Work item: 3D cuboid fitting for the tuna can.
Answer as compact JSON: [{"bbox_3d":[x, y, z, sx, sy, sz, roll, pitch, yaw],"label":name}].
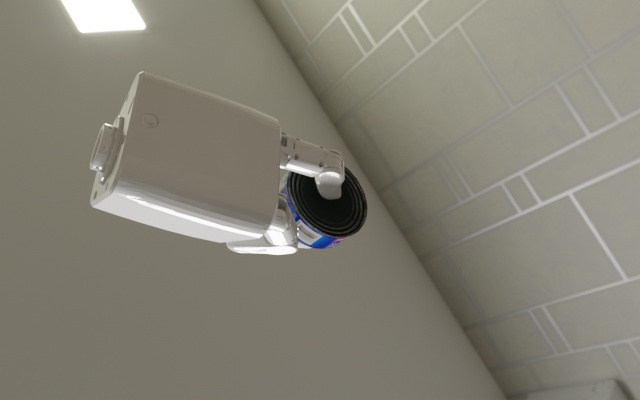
[{"bbox_3d":[0.000,0.002,0.451,0.086,0.086,0.034,0,-26,-36],"label":"tuna can"}]
